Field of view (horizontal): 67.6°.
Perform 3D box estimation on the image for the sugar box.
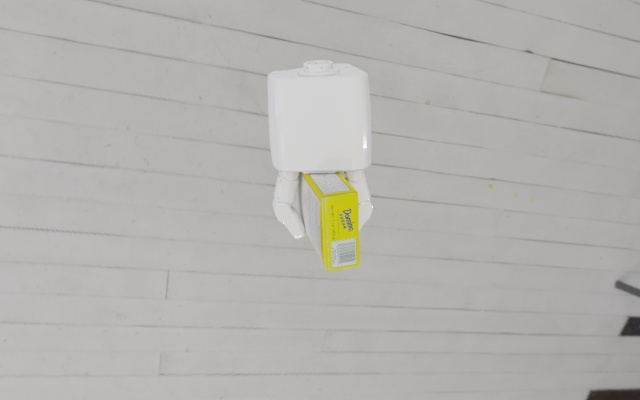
[{"bbox_3d":[0.001,0.002,0.583,0.048,0.093,0.176,-8,25,-11],"label":"sugar box"}]
